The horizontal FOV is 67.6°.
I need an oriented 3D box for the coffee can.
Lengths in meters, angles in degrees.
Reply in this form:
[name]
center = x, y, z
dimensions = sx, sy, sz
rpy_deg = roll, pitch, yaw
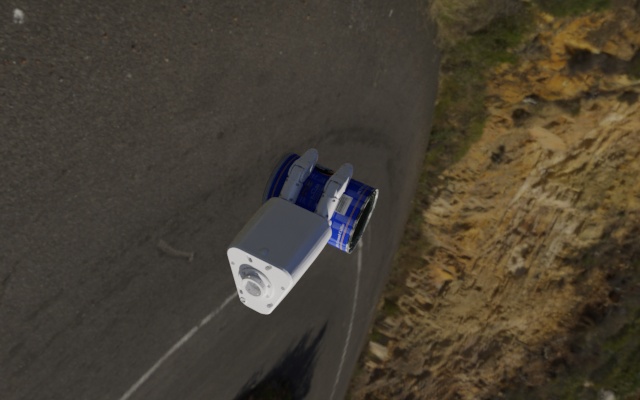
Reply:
[coffee can]
center = 0.000, 0.002, 0.701
dimensions = 0.140, 0.103, 0.103
rpy_deg = 24, 6, 14
